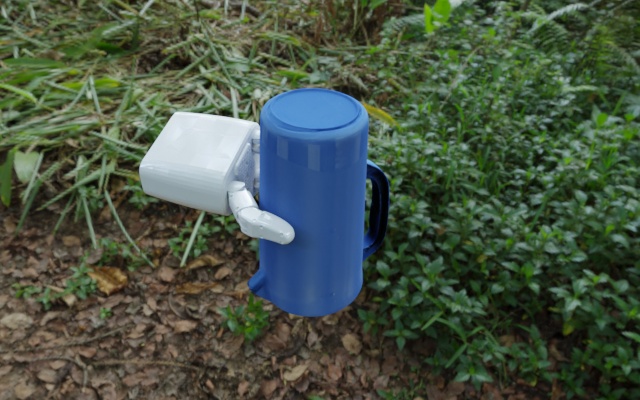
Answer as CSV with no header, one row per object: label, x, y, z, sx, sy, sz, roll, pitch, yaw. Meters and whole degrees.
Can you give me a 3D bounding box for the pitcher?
pitcher,0.000,0.002,0.544,0.145,0.243,0.149,13,39,13
